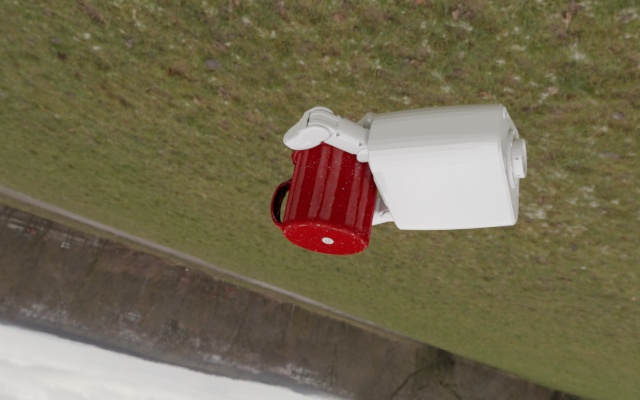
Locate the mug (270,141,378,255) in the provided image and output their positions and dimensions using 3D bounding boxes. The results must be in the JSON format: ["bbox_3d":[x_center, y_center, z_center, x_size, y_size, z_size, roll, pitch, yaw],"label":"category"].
[{"bbox_3d":[-0.001,0.002,0.454,0.117,0.081,0.093,-4,-27,31],"label":"mug"}]
